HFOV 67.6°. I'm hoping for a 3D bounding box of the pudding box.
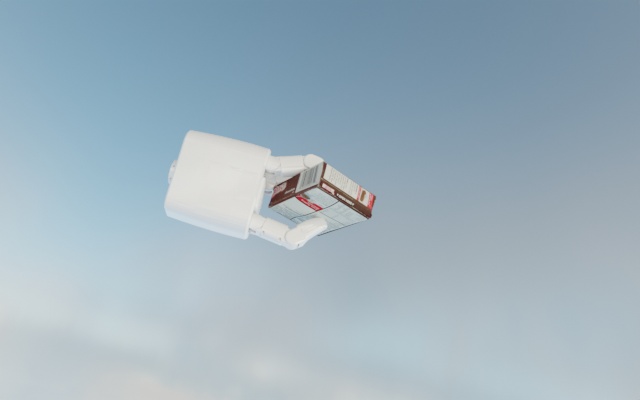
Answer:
[{"bbox_3d":[0.000,0.002,0.614,0.090,0.039,0.113,31,-30,-28],"label":"pudding box"}]
